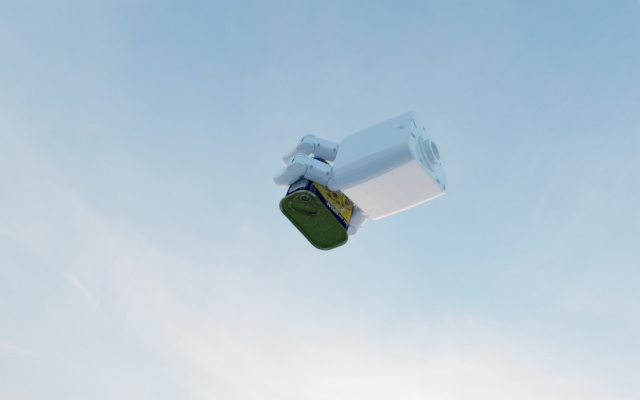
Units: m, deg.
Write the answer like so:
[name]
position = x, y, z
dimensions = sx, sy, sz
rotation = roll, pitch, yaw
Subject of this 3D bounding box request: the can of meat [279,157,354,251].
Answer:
[can of meat]
position = 0.000, 0.002, 0.647
dimensions = 0.057, 0.102, 0.084
rotation = -24, 30, 32
